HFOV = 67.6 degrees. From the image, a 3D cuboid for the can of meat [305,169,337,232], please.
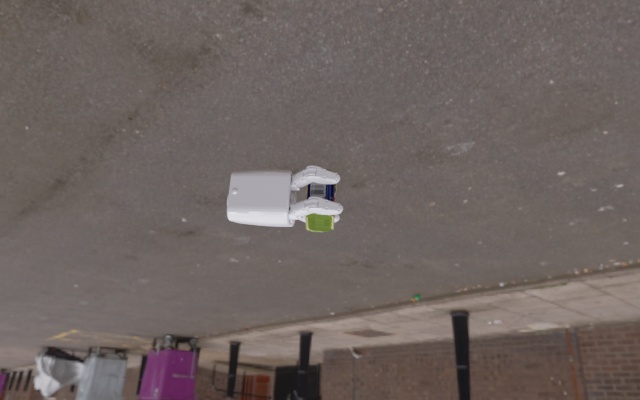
[{"bbox_3d":[0.000,0.003,0.859,0.057,0.084,0.102,2,-22,1],"label":"can of meat"}]
